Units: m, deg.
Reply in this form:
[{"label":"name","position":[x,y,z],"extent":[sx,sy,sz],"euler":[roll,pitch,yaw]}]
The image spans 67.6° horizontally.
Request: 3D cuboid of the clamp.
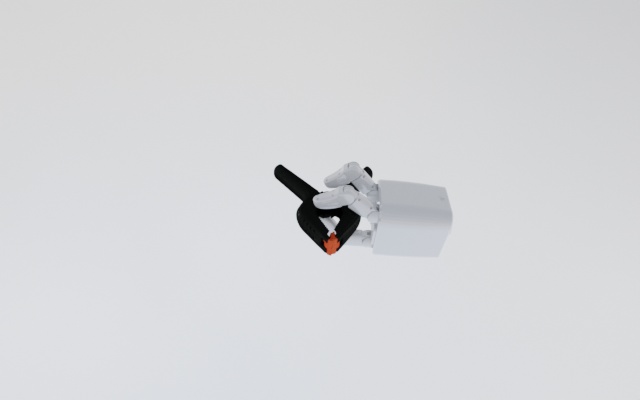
[{"label":"clamp","position":[0.000,0.003,0.727],"extent":[0.164,0.036,0.209],"euler":[4,35,1]}]
